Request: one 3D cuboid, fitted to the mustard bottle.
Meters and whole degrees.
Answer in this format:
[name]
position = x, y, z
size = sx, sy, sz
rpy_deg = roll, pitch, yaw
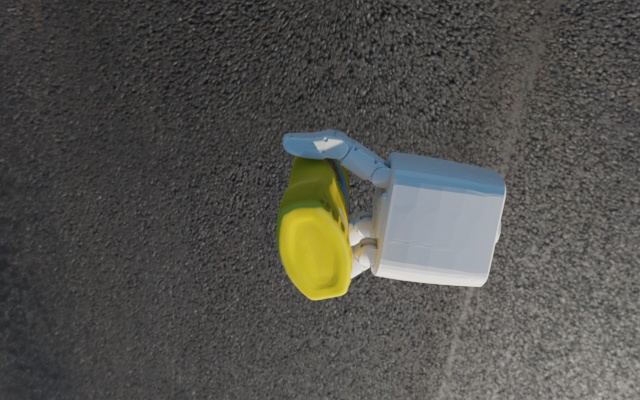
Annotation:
[mustard bottle]
position = 0.000, 0.002, 0.463
size = 0.058, 0.096, 0.191
rpy_deg = -14, 25, 10
